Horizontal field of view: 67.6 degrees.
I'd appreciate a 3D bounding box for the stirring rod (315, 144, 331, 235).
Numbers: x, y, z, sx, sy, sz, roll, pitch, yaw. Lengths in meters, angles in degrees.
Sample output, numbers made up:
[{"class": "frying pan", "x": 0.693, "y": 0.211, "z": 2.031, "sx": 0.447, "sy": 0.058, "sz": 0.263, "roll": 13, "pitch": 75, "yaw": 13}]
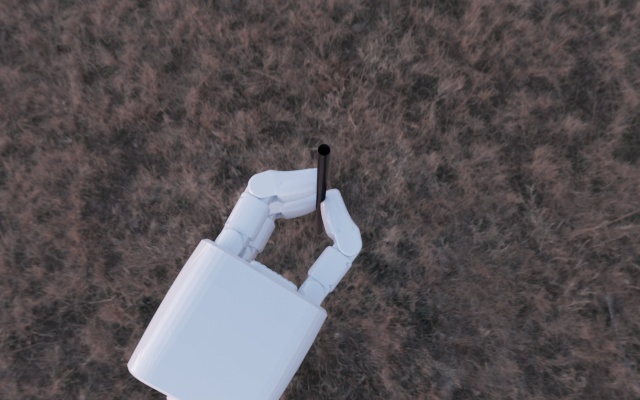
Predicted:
[{"class": "stirring rod", "x": 0.000, "y": 0.001, "z": 0.410, "sx": 0.011, "sy": 0.011, "sz": 0.239, "roll": 0, "pitch": -16, "yaw": -1}]
